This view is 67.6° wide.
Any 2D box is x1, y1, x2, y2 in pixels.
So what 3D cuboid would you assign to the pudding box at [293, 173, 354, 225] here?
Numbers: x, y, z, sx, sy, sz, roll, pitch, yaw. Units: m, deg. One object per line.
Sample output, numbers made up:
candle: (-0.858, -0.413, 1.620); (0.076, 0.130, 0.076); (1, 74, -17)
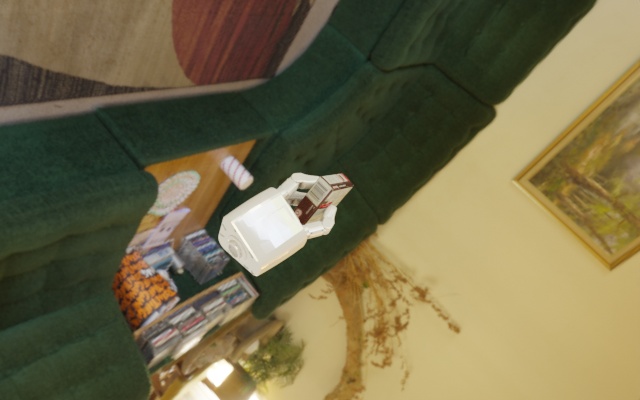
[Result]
pudding box: (0.000, 0.003, 0.893); (0.113, 0.039, 0.090); (-49, -16, 25)
